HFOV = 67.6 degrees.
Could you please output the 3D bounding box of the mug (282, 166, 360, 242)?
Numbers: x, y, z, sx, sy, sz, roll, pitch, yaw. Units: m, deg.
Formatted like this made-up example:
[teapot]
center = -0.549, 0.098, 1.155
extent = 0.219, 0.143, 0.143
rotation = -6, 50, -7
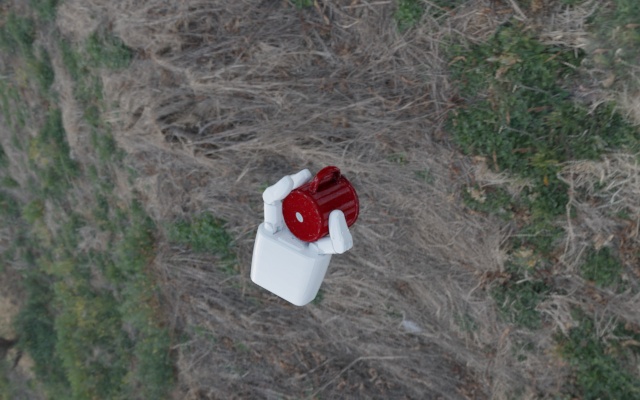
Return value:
[mug]
center = 0.000, 0.001, 0.703
extent = 0.093, 0.117, 0.081
rotation = 37, 40, 27
